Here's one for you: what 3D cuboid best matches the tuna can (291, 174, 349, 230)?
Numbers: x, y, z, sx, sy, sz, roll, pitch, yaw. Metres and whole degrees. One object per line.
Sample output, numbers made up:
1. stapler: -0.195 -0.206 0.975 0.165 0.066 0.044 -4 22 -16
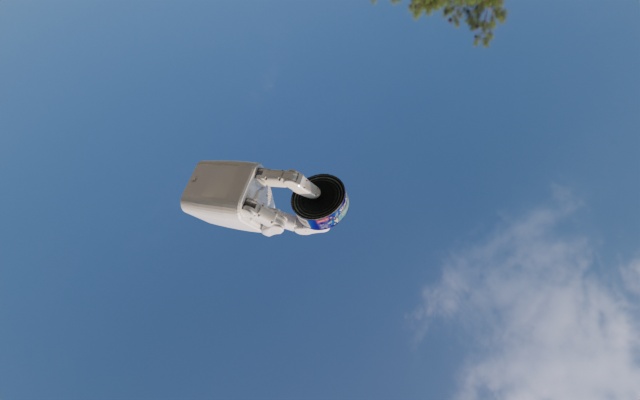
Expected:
1. tuna can: 0.000 0.003 0.730 0.086 0.086 0.034 0 -36 20
